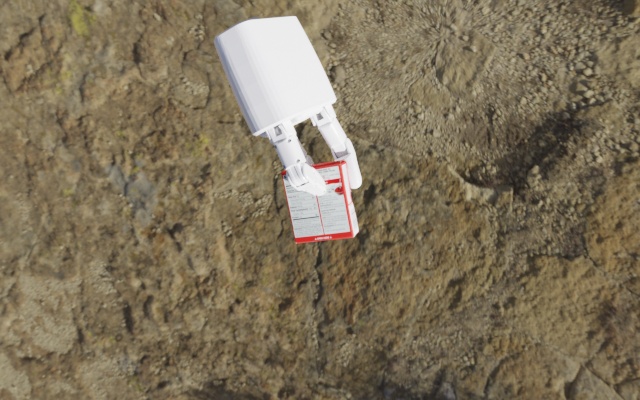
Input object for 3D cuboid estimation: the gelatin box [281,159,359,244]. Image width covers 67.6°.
[{"bbox_3d":[0.000,0.002,0.557,0.073,0.089,0.030,-8,8,19],"label":"gelatin box"}]
